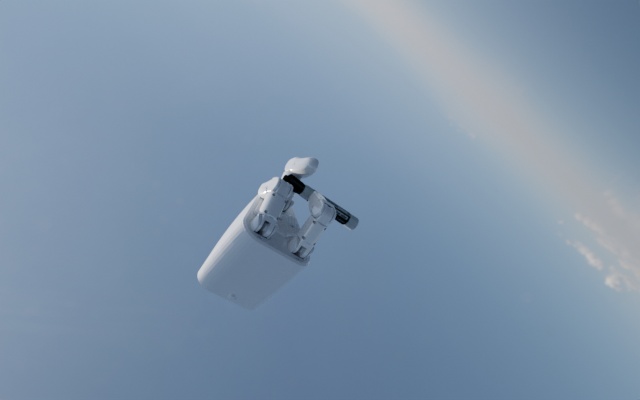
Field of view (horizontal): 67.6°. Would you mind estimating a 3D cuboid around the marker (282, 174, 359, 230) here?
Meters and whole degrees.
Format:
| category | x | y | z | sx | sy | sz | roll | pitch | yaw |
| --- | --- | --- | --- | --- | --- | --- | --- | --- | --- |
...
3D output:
| category | x | y | z | sx | sy | sz | roll | pitch | yaw |
| --- | --- | --- | --- | --- | --- | --- | --- | --- | --- |
| marker | 0.000 | 0.002 | 0.619 | 0.121 | 0.020 | 0.020 | 34 | -16 | -25 |
